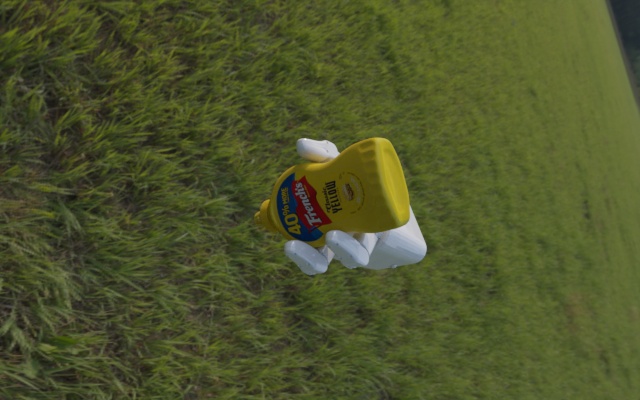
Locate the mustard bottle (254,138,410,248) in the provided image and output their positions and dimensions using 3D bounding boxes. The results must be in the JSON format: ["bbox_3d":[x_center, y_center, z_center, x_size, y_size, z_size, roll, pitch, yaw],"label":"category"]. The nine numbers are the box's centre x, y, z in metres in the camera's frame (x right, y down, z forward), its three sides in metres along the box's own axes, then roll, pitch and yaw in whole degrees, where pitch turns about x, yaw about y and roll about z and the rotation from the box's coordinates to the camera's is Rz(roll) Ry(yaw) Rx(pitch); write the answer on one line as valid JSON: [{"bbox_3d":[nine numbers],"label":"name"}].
[{"bbox_3d":[0.000,0.002,0.537,0.191,0.096,0.058,-16,-3,34],"label":"mustard bottle"}]
